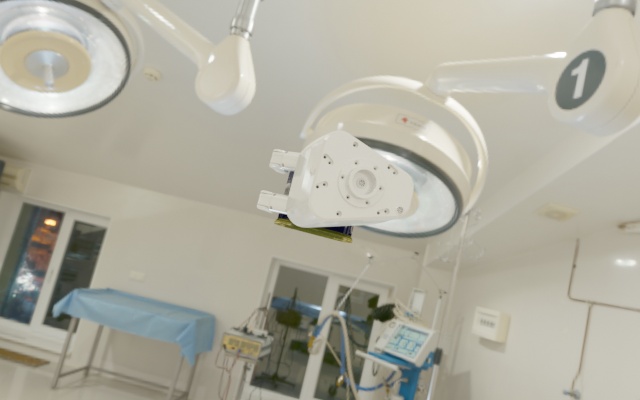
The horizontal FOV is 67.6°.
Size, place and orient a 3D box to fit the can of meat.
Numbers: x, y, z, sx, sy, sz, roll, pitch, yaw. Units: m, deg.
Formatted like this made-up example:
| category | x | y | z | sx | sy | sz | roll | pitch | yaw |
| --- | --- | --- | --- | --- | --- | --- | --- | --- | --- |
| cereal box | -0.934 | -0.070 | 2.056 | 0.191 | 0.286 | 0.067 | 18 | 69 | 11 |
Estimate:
| category | x | y | z | sx | sy | sz | roll | pitch | yaw |
| --- | --- | --- | --- | --- | --- | --- | --- | --- | --- |
| can of meat | 0.000 | 0.002 | 0.618 | 0.102 | 0.084 | 0.057 | 15 | -7 | -10 |
